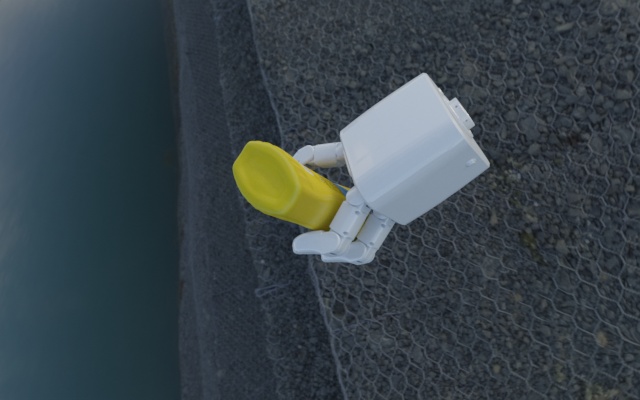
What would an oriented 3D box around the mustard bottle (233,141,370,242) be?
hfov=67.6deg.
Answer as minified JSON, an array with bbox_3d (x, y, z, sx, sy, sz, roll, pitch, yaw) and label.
[{"bbox_3d":[0.000,0.002,0.511,0.096,0.058,0.192,39,9,37],"label":"mustard bottle"}]
